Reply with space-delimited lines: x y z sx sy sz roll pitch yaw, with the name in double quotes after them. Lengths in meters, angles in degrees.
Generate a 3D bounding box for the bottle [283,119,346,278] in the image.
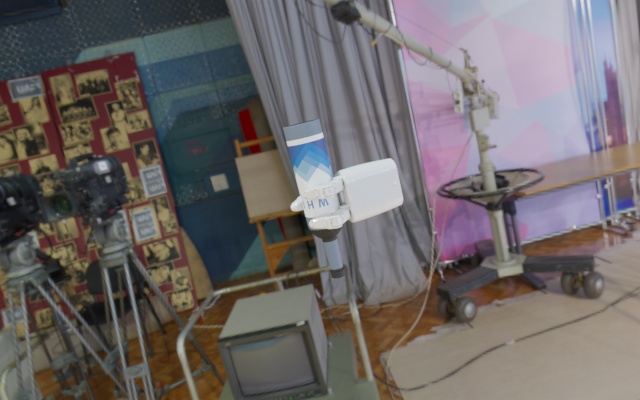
0.000 0.003 0.878 0.069 0.296 0.069 -13 12 3 "bottle"
